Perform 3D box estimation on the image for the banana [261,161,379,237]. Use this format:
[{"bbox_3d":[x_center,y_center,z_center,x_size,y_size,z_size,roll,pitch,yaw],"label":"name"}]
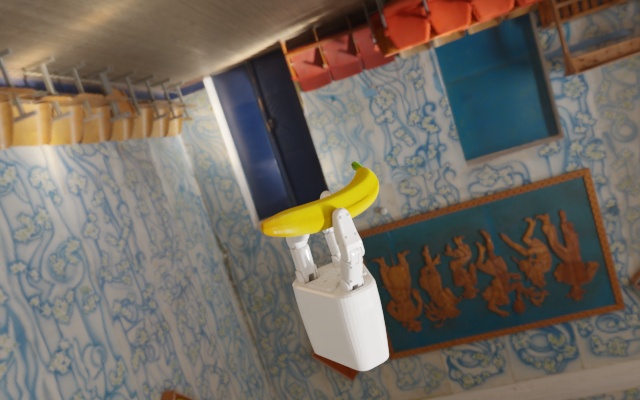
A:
[{"bbox_3d":[0.017,0.003,0.577,0.069,0.037,0.197,8,28,38],"label":"banana"}]
